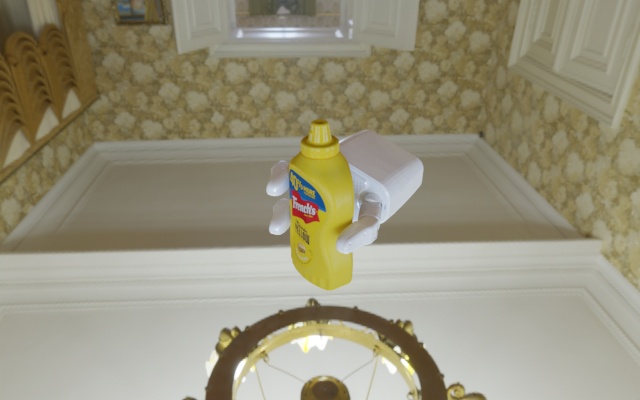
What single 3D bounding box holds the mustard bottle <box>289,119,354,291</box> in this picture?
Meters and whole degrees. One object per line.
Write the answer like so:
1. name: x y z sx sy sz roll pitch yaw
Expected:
1. mustard bottle: 0.000 0.002 0.539 0.058 0.192 0.096 -16 34 -26
